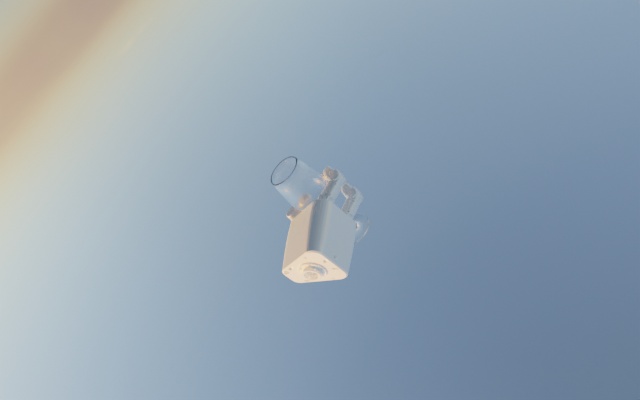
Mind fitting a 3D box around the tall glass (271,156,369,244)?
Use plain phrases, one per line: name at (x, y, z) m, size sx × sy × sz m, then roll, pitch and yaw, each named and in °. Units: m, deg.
tall glass at (0.001, 0.003, 0.872) m, size 0.079 × 0.079 × 0.201 m, roll 0°, pitch -33°, yaw 50°
